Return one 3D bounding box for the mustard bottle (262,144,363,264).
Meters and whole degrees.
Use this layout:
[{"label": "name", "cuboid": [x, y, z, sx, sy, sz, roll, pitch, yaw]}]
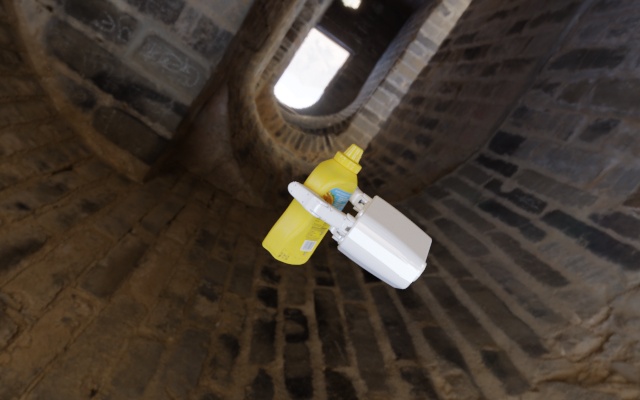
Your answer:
[{"label": "mustard bottle", "cuboid": [0.000, 0.002, 0.690, 0.058, 0.191, 0.096, 41, 11, 28]}]
